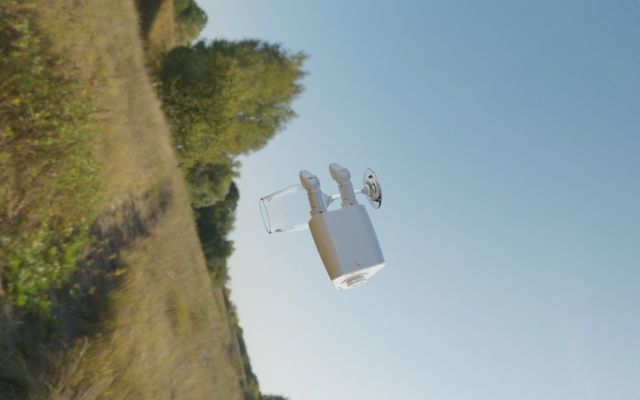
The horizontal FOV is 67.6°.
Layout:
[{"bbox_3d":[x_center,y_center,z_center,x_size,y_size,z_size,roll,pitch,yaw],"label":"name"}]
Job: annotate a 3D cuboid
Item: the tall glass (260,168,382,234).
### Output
[{"bbox_3d":[0.001,0.002,0.821,0.201,0.079,0.079,-14,4,-15],"label":"tall glass"}]
